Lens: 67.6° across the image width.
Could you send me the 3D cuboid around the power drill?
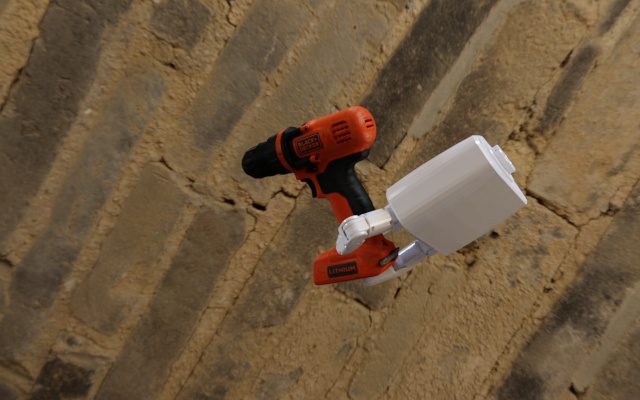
[{"bbox_3d":[0.000,0.002,0.557,0.184,0.187,0.057,-15,8,37],"label":"power drill"}]
